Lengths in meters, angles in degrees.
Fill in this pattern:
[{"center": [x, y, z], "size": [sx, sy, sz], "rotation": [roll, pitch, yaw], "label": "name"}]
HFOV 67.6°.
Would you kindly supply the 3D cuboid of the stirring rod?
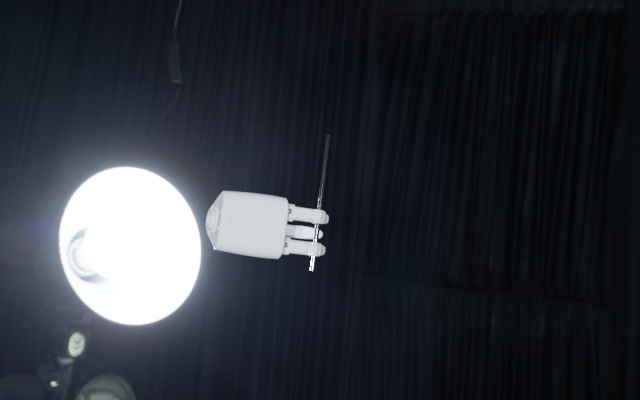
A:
[{"center": [0.000, 0.003, 0.838], "size": [0.011, 0.239, 0.011], "rotation": [7, -6, 1], "label": "stirring rod"}]
